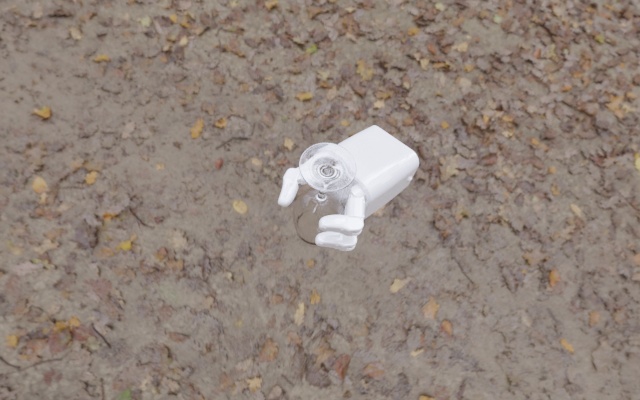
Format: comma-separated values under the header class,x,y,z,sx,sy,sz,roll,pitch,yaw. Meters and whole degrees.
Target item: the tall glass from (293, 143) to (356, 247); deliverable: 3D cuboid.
class,x,y,z,sx,sy,sz,roll,pitch,yaw
tall glass,0.000,0.002,0.698,0.079,0.079,0.201,0,-28,-7
